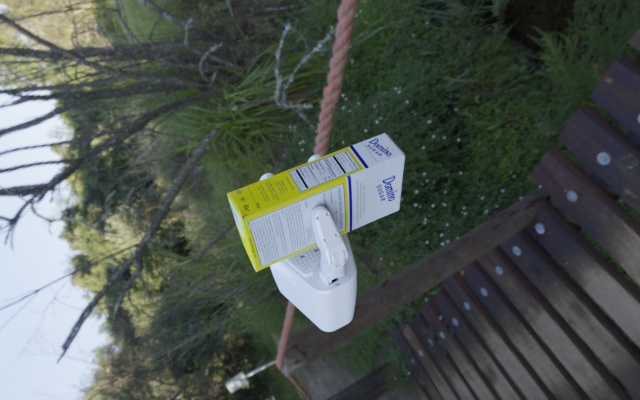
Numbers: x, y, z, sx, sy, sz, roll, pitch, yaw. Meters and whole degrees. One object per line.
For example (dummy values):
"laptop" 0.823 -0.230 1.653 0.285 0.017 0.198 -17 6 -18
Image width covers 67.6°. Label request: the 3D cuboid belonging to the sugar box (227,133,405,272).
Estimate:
"sugar box" 0.000 0.001 0.499 0.176 0.048 0.093 -24 -37 -15
